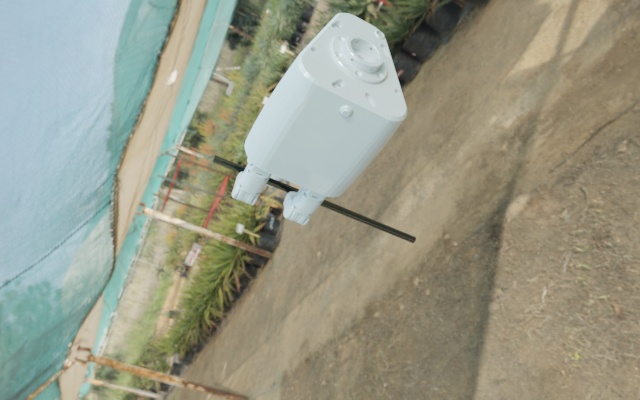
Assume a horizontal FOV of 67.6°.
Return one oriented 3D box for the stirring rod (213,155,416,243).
[{"bbox_3d":[0.000,0.002,0.513,0.239,0.011,0.011,22,-7,-16],"label":"stirring rod"}]
